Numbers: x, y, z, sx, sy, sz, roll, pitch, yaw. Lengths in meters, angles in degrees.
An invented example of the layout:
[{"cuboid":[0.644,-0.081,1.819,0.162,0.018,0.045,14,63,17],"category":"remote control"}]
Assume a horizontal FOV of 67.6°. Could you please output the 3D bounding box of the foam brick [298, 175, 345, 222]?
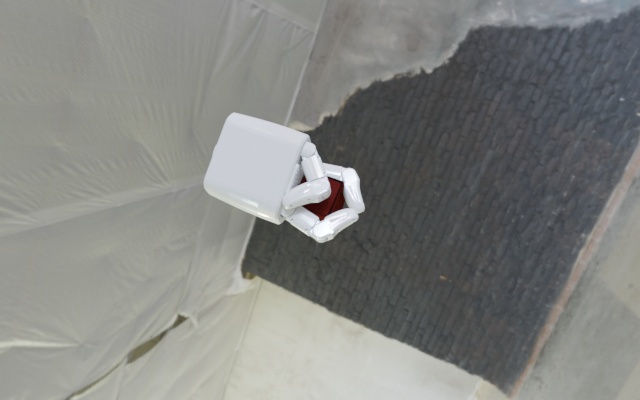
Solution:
[{"cuboid":[0.000,0.002,0.633,0.051,0.053,0.078,19,-17,11],"category":"foam brick"}]
